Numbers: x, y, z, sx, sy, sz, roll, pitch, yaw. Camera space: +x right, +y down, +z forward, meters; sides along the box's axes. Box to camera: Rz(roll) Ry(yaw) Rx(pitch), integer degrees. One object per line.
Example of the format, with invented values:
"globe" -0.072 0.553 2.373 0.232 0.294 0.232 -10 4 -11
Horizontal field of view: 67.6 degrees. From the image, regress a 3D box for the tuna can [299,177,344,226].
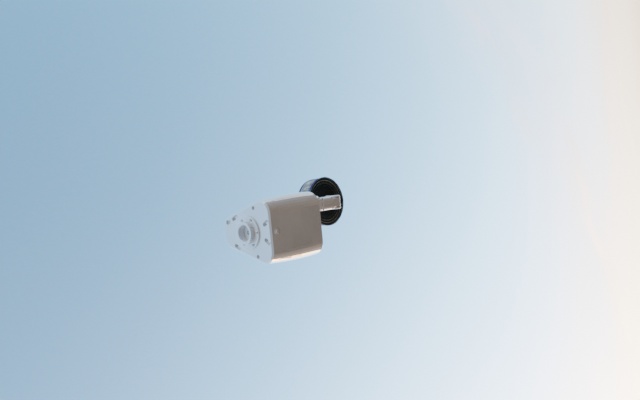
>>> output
"tuna can" 0.000 0.003 0.847 0.034 0.086 0.086 -7 -5 44
